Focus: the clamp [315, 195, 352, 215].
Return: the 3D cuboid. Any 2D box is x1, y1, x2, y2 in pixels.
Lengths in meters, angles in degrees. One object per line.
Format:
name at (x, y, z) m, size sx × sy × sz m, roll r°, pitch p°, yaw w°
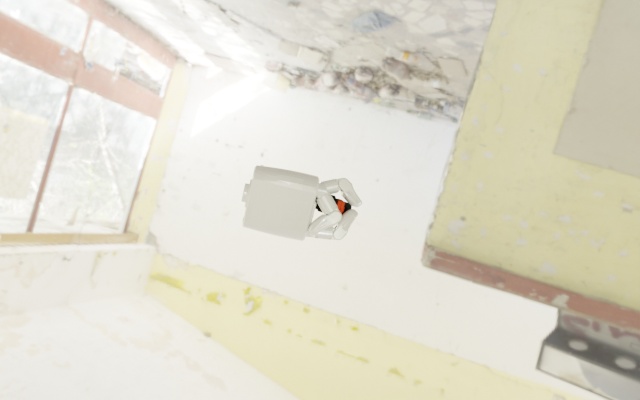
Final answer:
clamp at (0.000, 0.004, 0.887) m, size 0.120 × 0.039 × 0.171 m, roll 8°, pitch 1°, yaw -8°
